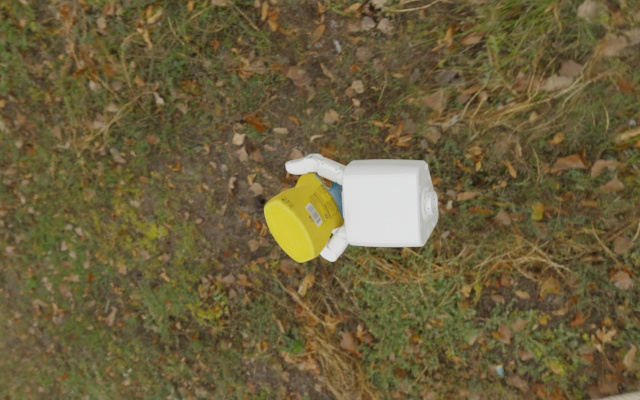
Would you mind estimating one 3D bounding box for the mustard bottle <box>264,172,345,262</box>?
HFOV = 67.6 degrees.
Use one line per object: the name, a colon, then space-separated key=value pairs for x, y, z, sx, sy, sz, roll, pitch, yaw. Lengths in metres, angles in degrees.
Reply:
mustard bottle: x=0.000 y=0.002 z=0.698 sx=0.058 sy=0.096 sz=0.191 roll=-27 pitch=10 yaw=37
